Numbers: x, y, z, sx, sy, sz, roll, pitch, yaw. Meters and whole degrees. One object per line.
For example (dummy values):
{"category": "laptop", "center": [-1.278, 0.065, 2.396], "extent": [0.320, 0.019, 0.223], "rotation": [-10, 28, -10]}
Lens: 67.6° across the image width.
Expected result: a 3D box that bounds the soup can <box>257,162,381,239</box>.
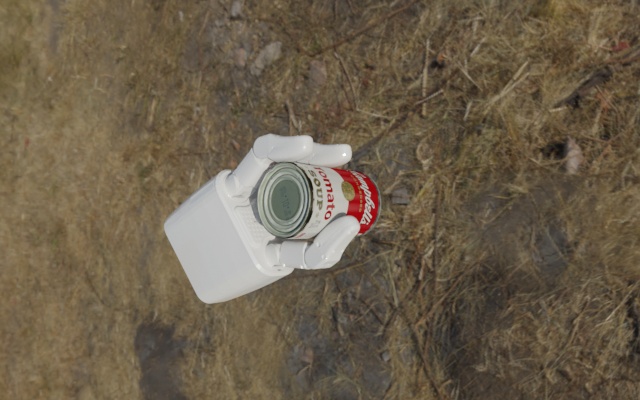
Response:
{"category": "soup can", "center": [0.000, 0.001, 0.443], "extent": [0.068, 0.068, 0.102], "rotation": [0, -2, 40]}
